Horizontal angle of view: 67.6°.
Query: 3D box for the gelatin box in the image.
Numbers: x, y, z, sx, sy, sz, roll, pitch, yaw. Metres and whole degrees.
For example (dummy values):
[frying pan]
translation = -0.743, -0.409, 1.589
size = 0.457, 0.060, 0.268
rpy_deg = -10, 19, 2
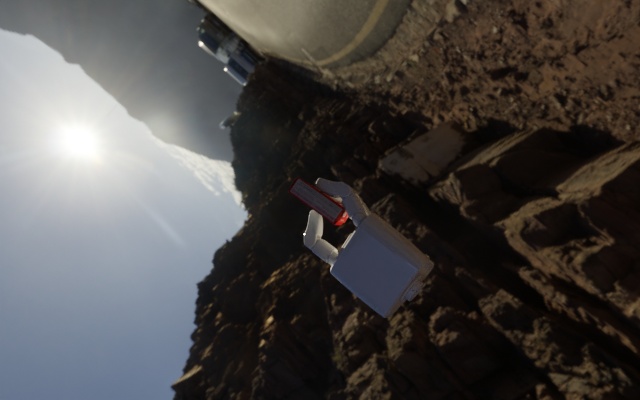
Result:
[gelatin box]
translation = 0.000, 0.003, 0.730
size = 0.089, 0.030, 0.073
rpy_deg = 34, 2, 10
